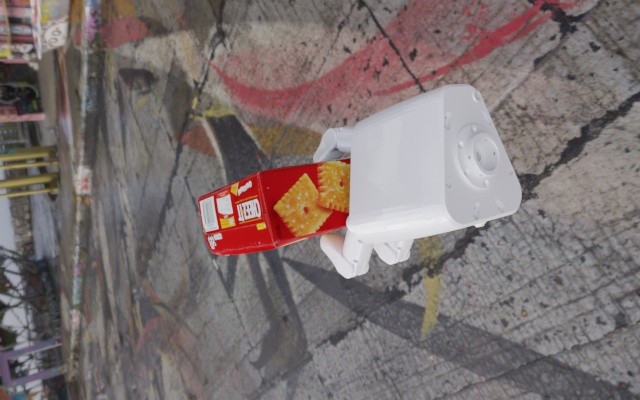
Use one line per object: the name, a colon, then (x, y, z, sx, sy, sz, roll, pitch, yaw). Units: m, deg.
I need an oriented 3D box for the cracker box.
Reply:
cracker box: (0.000, 0.002, 0.511, 0.213, 0.072, 0.164, -11, -2, -33)
